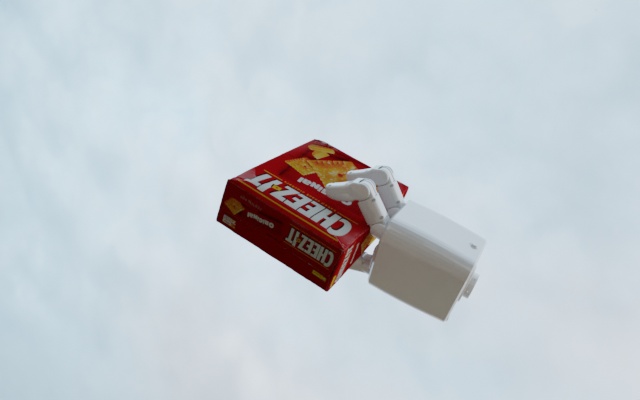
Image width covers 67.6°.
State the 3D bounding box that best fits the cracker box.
[{"bbox_3d":[0.000,0.002,0.621,0.164,0.072,0.213,30,31,17],"label":"cracker box"}]
